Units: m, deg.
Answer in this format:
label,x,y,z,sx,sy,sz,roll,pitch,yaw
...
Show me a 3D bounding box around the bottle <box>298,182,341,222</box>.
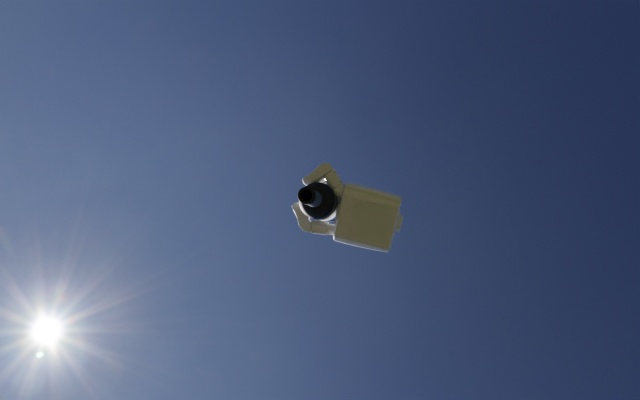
label,x,y,z,sx,sy,sz,roll,pitch,yaw
bottle,0.000,0.003,0.887,0.069,0.069,0.296,0,-4,9
